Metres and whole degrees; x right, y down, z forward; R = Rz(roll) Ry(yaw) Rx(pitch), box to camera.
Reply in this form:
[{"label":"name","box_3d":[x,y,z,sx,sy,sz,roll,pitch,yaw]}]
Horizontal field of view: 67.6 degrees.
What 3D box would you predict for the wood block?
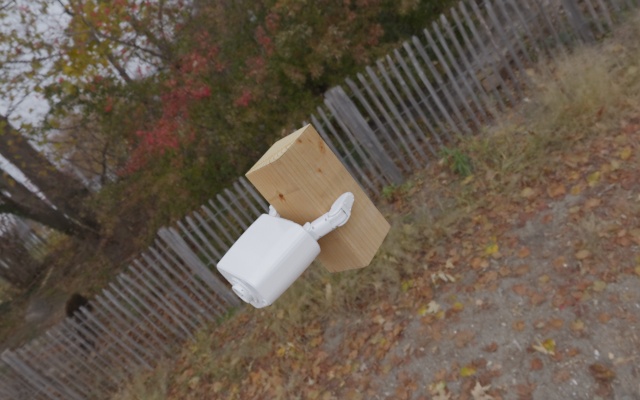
[{"label":"wood block","box_3d":[0.000,0.002,0.720,0.091,0.206,0.090,-19,27,48]}]
